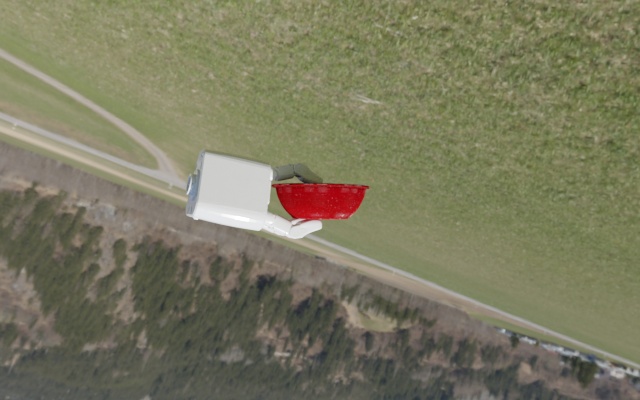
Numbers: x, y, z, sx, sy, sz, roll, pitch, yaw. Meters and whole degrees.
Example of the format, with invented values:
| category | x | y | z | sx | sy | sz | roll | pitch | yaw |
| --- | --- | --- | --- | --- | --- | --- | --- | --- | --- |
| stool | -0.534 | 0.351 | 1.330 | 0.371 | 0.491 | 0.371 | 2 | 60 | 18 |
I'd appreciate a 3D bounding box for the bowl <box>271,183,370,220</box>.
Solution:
| category | x | y | z | sx | sy | sz | roll | pitch | yaw |
| --- | --- | --- | --- | --- | --- | --- | --- | --- | --- |
| bowl | 0.001 | 0.003 | 0.780 | 0.162 | 0.055 | 0.162 | 0 | -1 | 0 |
